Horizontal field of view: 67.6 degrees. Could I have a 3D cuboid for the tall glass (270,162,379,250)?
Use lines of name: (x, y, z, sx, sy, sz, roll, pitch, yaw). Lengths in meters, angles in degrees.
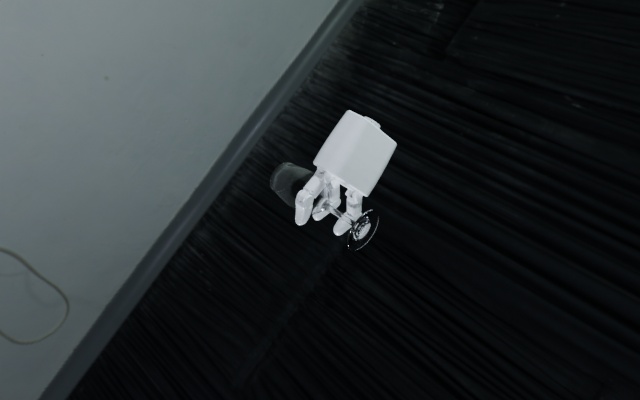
tall glass: (0.000, 0.003, 0.822, 0.201, 0.079, 0.079, 33, 19, 33)
